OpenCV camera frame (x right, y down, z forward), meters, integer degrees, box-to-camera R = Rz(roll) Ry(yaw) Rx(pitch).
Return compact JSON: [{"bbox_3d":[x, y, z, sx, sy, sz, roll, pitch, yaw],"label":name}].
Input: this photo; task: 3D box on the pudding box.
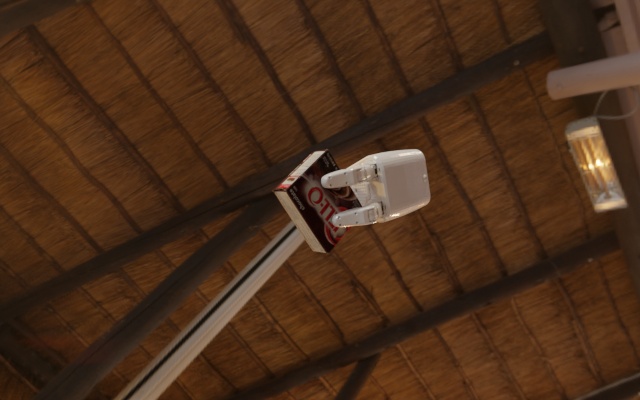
[{"bbox_3d":[0.000,0.002,0.647,0.039,0.113,0.090,-4,37,52],"label":"pudding box"}]
